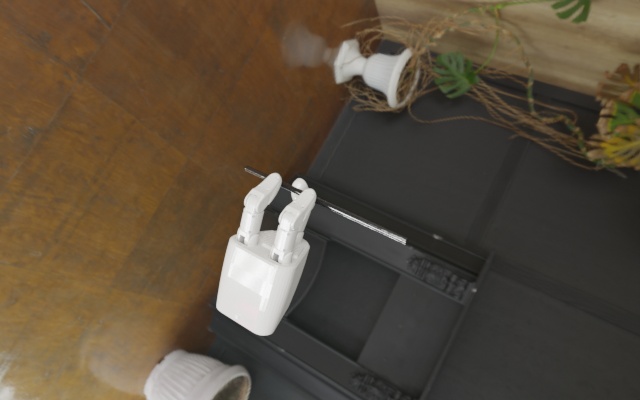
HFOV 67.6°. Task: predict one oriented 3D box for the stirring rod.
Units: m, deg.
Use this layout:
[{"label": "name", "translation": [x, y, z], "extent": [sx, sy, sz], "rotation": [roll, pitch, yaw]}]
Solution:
[{"label": "stirring rod", "translation": [0.000, 0.002, 0.604], "extent": [0.239, 0.011, 0.011], "rotation": [25, 10, 23]}]
